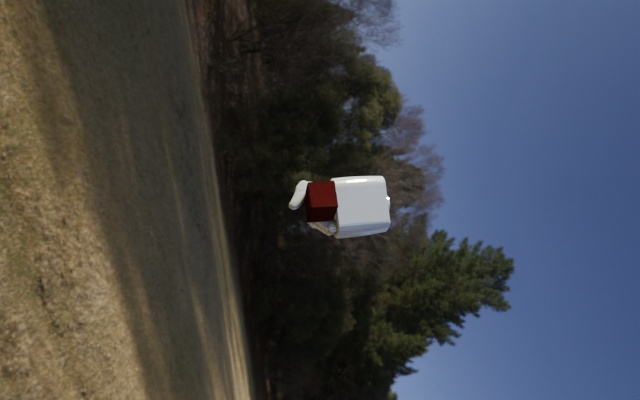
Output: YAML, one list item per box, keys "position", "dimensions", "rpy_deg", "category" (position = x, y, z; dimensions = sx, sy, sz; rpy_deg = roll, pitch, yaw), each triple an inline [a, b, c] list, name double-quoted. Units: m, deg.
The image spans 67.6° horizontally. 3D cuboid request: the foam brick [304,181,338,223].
- position: [0.000, 0.003, 0.885]
  dimensions: [0.051, 0.053, 0.078]
  rpy_deg: [-3, -22, -8]
  category: "foam brick"
